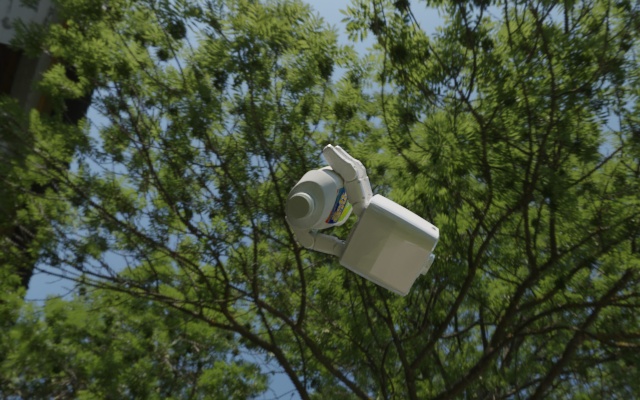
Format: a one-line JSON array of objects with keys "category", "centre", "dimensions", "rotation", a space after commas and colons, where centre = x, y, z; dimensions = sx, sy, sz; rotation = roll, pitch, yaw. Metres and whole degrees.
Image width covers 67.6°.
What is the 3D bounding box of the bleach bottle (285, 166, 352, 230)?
[{"category": "bleach bottle", "centre": [0.000, 0.002, 0.682], "dimensions": [0.068, 0.102, 0.251], "rotation": [28, 12, 10]}]
